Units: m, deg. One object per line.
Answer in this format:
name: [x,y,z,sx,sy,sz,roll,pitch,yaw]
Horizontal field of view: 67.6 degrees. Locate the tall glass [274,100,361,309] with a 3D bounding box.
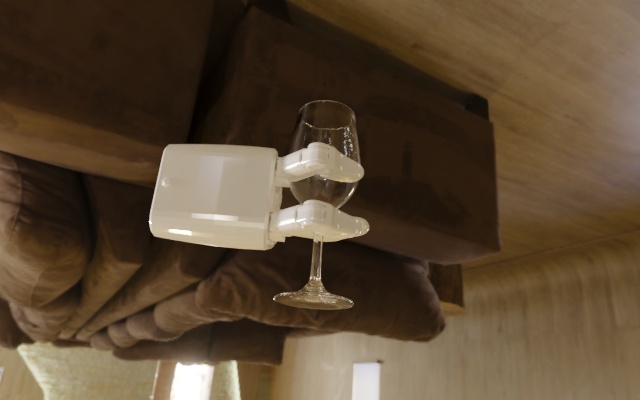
tall glass: [0.000,0.002,0.477,0.079,0.201,0.079,4,-21,2]
